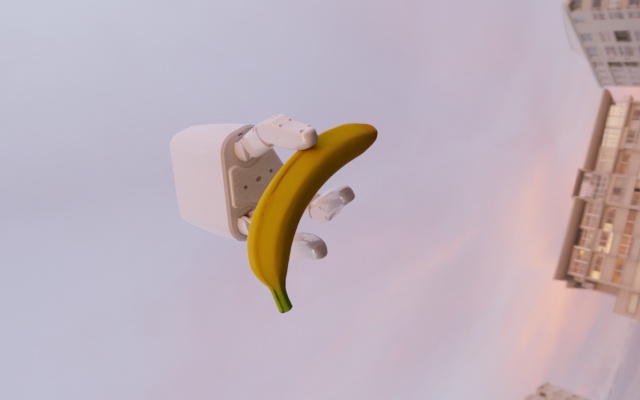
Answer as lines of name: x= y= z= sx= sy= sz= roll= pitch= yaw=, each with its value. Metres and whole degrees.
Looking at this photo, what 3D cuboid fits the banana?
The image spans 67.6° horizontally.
banana: x=-0.012 y=-0.007 z=0.416 sx=0.037 sy=0.197 sz=0.070 roll=6 pitch=-31 yaw=45
